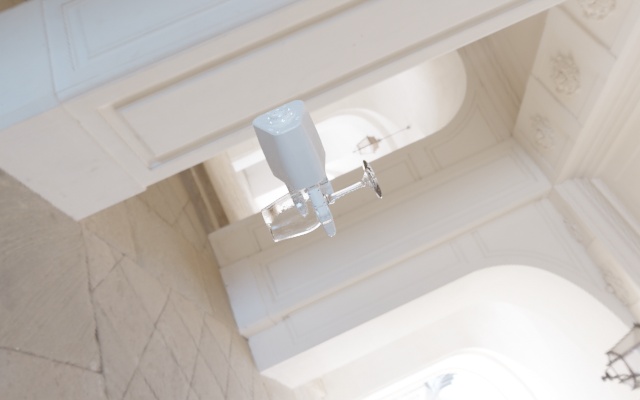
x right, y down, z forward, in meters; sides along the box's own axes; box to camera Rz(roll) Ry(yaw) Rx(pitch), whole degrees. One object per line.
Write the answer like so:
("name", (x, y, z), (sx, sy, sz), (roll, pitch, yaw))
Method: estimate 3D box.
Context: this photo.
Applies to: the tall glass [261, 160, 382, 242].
("tall glass", (0.001, 0.003, 0.828), (0.201, 0.079, 0.079), (-25, 1, -3))
